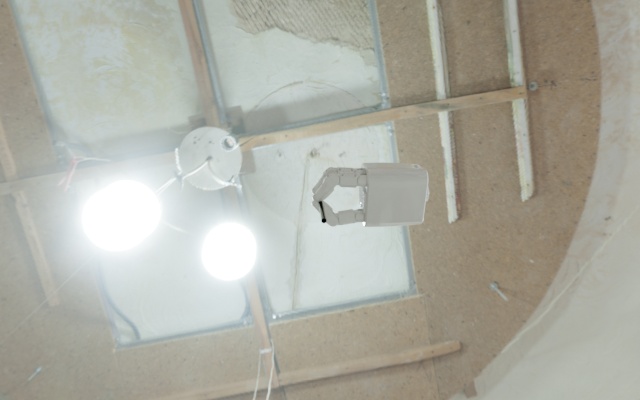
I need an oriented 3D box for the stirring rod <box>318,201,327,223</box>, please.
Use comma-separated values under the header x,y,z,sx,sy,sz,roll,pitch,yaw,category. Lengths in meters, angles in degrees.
x,y,z,sx,sy,sz,roll,pitch,yaw,category
0.000,0.003,0.826,0.011,0.011,0.239,0,13,-2,stirring rod
